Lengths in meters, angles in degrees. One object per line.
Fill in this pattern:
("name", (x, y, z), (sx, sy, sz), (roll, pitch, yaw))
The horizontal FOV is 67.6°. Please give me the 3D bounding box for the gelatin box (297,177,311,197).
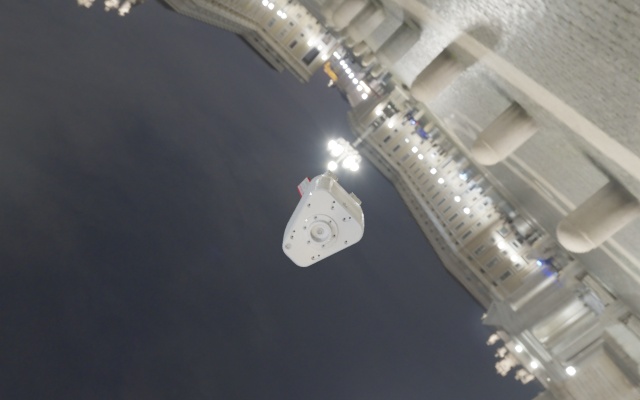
("gelatin box", (0.000, 0.003, 0.815), (0.073, 0.030, 0.089), (43, 5, -20))
